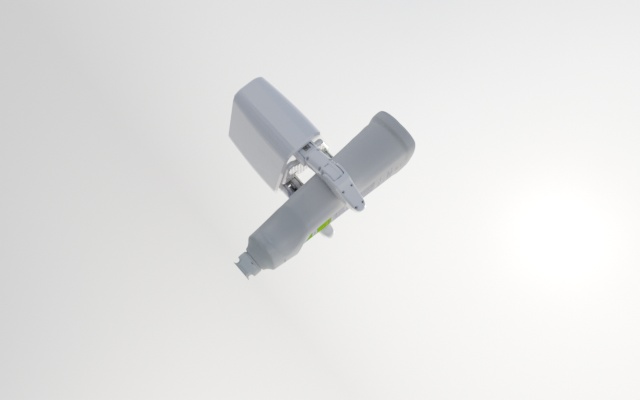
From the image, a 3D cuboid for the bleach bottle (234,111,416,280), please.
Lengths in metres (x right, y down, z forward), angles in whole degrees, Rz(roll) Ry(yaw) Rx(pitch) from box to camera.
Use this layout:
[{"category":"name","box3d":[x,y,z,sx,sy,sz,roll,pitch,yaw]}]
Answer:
[{"category":"bleach bottle","box3d":[0.000,0.002,0.581,0.251,0.068,0.102,-40,-11,-12]}]
